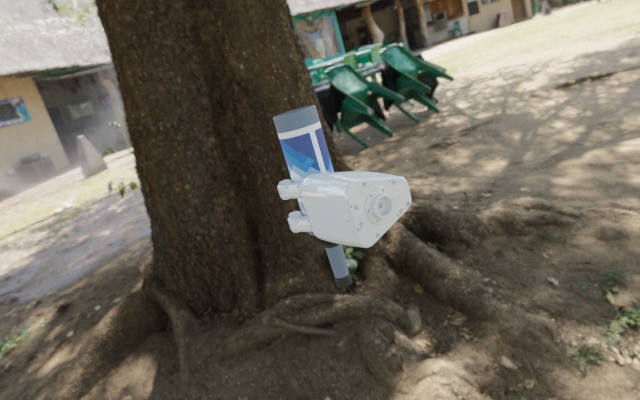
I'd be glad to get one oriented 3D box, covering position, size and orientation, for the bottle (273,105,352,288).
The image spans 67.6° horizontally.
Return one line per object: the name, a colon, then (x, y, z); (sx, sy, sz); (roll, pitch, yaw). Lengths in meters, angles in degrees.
bottle: (0.000, 0.002, 0.754); (0.069, 0.296, 0.069); (-15, 15, 4)
